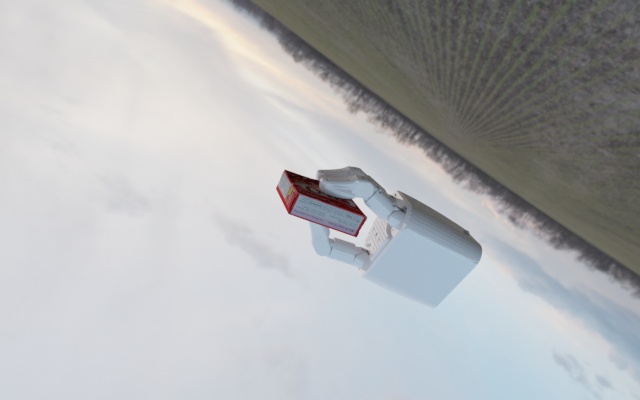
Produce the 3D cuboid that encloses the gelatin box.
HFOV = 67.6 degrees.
[{"bbox_3d":[0.000,0.002,0.539,0.089,0.030,0.073,19,17,-23],"label":"gelatin box"}]
